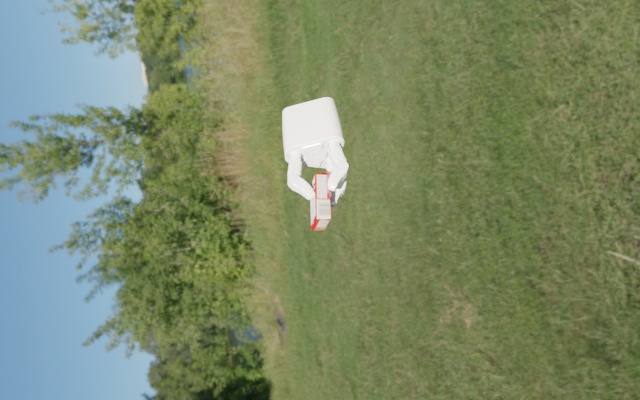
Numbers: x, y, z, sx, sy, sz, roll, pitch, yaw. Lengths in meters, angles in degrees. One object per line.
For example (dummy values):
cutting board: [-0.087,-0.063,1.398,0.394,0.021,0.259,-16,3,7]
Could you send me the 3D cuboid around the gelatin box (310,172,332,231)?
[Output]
gelatin box: [0.000,0.003,0.868,0.030,0.089,0.073,2,-19,-8]
